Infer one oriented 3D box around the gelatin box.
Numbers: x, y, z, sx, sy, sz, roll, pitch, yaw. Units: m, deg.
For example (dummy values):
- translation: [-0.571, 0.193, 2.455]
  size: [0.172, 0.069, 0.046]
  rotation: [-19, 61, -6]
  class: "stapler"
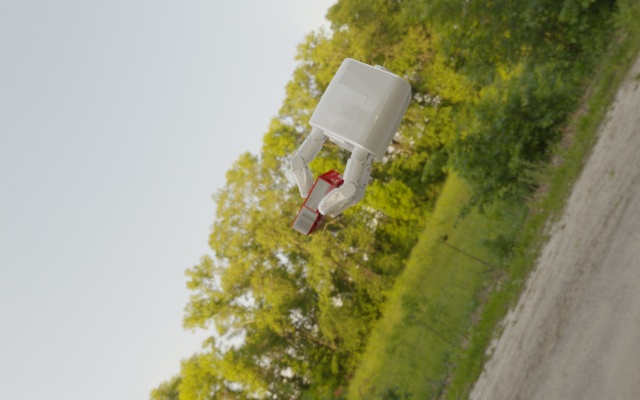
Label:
- translation: [0.000, 0.002, 0.691]
  size: [0.030, 0.089, 0.073]
  rotation: [32, 16, 9]
  class: "gelatin box"
